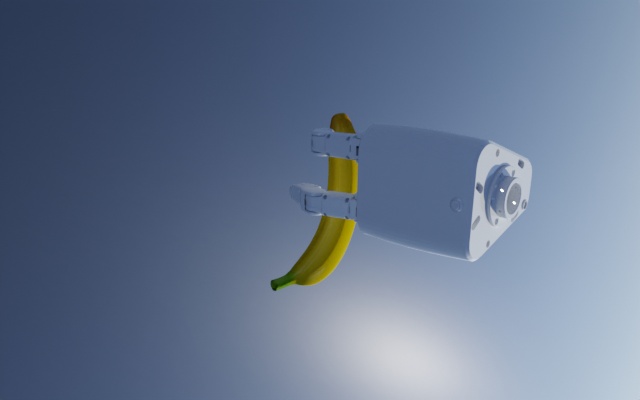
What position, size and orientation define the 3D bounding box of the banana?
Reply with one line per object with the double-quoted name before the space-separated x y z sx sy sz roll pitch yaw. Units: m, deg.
"banana" 0.011 0.009 0.508 0.070 0.198 0.037 20 -1 -44
